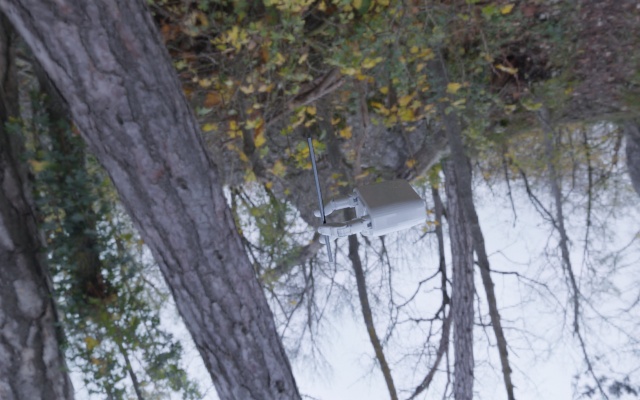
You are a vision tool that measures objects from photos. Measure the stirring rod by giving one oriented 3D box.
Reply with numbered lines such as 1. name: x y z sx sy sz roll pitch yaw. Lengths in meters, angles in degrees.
1. stirring rod: 0.000 0.003 0.873 0.011 0.239 0.011 -9 17 3
